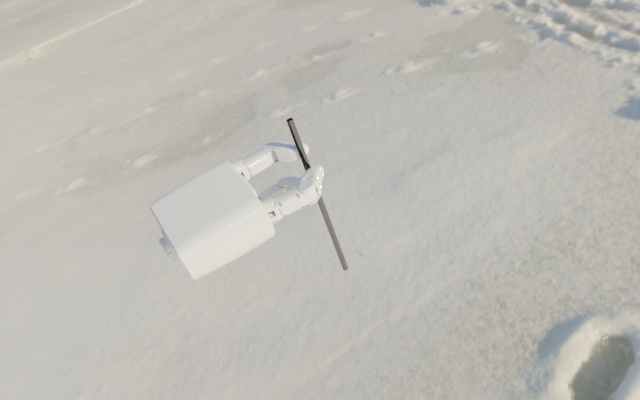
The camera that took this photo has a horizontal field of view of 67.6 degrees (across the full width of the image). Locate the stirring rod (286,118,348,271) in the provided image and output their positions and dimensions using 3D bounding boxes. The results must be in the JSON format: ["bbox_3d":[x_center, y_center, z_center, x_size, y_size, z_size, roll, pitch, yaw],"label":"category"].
[{"bbox_3d":[0.000,0.002,0.611,0.011,0.240,0.011,-14,34,10],"label":"stirring rod"}]
